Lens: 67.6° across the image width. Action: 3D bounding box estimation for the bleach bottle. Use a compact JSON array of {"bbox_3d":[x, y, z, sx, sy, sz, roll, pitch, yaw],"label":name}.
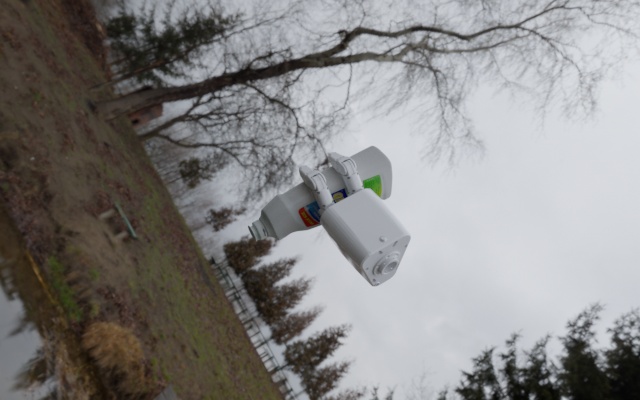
[{"bbox_3d":[0.000,0.002,0.787,0.251,0.103,0.068,-27,52,-18],"label":"bleach bottle"}]
